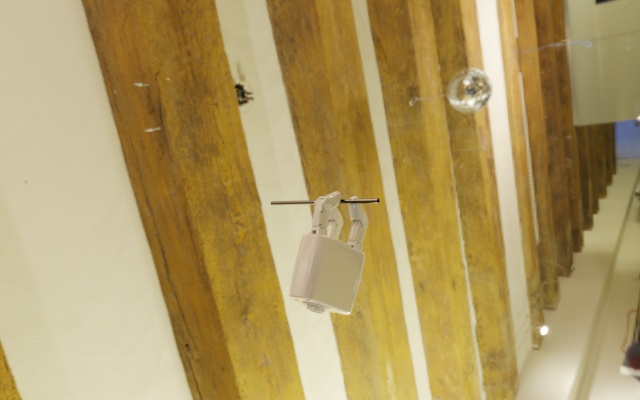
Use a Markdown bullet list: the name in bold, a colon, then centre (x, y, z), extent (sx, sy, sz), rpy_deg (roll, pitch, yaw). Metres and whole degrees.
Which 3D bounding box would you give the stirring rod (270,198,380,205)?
- **stirring rod**: centre (0.000, 0.003, 0.857), extent (0.239, 0.011, 0.011), rpy_deg (-2, -1, 38)
